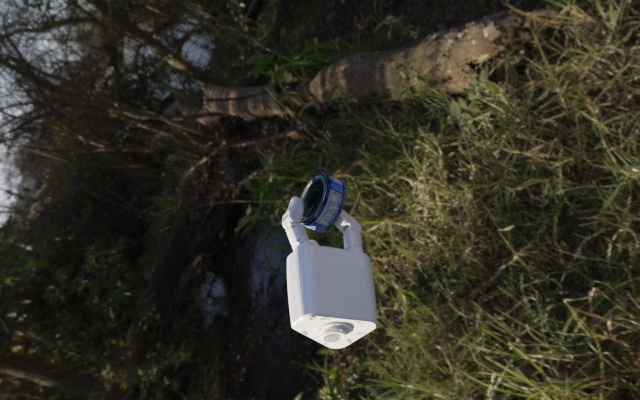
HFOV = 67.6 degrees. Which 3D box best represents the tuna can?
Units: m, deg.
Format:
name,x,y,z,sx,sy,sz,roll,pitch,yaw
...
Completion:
name,x,y,z,sx,sy,sz,roll,pitch,yaw
tuna can,0.000,0.002,0.711,0.034,0.086,0.086,23,-10,-25
